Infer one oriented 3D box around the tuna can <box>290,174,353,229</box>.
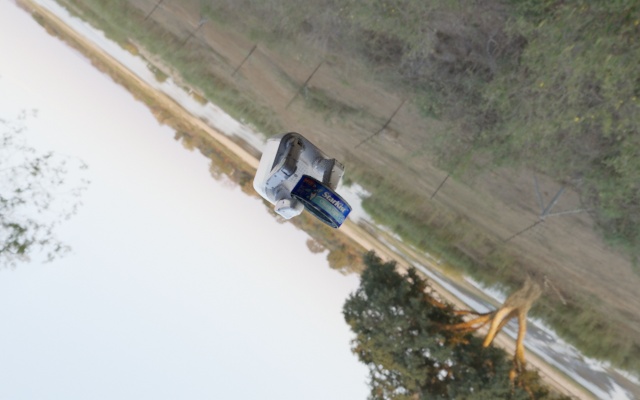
[{"bbox_3d":[0.000,0.003,0.663,0.086,0.033,0.086,35,-9,6],"label":"tuna can"}]
